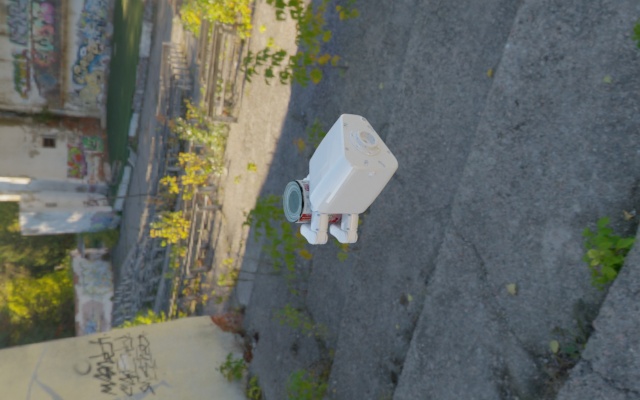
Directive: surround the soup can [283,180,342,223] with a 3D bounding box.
[{"bbox_3d":[0.000,0.003,0.764,0.102,0.068,0.068,1,0,-30],"label":"soup can"}]
